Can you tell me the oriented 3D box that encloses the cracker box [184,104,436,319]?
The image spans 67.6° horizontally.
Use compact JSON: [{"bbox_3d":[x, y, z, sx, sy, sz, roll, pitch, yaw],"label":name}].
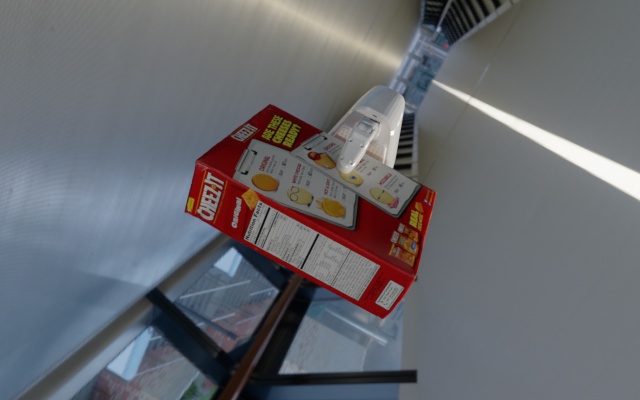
[{"bbox_3d":[0.000,0.002,0.484,0.213,0.072,0.164,28,34,4],"label":"cracker box"}]
